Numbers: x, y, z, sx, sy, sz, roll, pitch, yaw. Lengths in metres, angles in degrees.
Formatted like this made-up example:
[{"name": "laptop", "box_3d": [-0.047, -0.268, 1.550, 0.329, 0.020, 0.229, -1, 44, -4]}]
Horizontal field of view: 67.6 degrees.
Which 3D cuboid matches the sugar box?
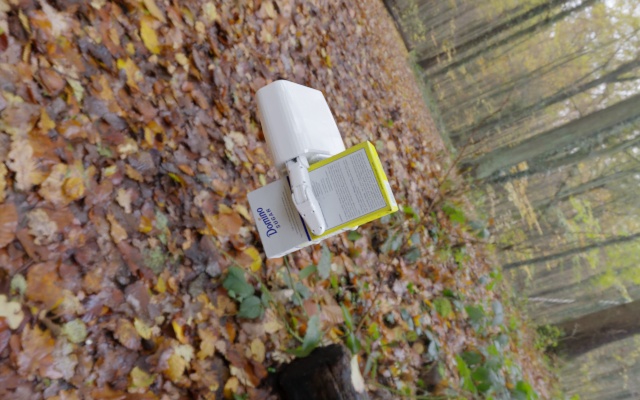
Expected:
[{"name": "sugar box", "box_3d": [0.000, 0.002, 0.616, 0.176, 0.093, 0.048, -22, -11, 17]}]
